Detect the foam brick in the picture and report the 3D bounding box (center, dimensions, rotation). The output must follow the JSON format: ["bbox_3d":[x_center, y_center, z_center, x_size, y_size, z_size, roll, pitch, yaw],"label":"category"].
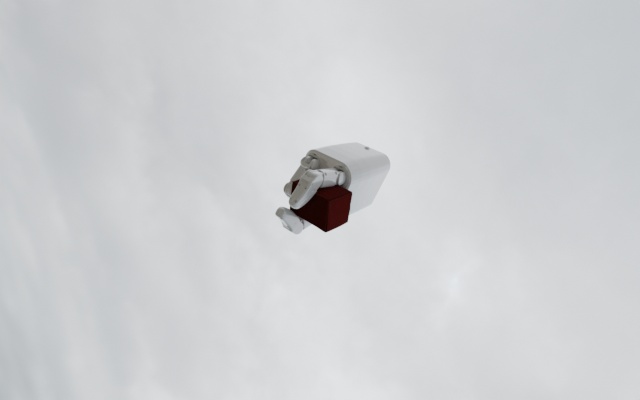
[{"bbox_3d":[0.000,0.003,0.699,0.078,0.053,0.051,29,33,36],"label":"foam brick"}]
